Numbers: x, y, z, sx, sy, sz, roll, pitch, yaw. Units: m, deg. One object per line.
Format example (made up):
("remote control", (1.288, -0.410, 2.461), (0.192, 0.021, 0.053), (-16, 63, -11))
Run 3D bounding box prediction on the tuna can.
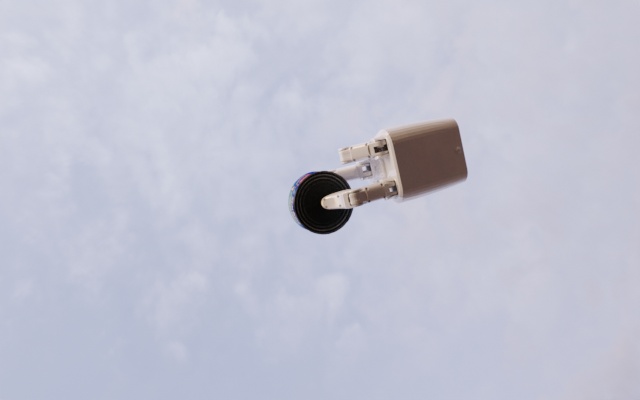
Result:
("tuna can", (0.000, 0.002, 0.652), (0.086, 0.086, 0.034), (0, 4, -20))
